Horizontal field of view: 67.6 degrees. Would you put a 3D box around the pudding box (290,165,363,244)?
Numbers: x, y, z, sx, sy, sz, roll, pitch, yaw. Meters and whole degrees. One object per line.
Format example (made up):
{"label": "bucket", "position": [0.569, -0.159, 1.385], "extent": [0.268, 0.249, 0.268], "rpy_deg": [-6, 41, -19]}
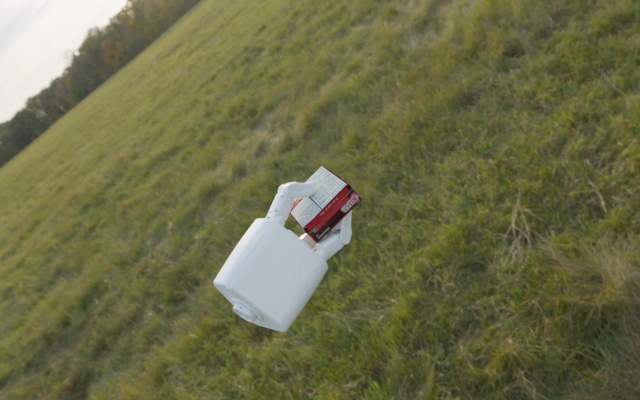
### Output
{"label": "pudding box", "position": [0.000, 0.002, 0.695], "extent": [0.039, 0.090, 0.113], "rpy_deg": [47, -2, -28]}
